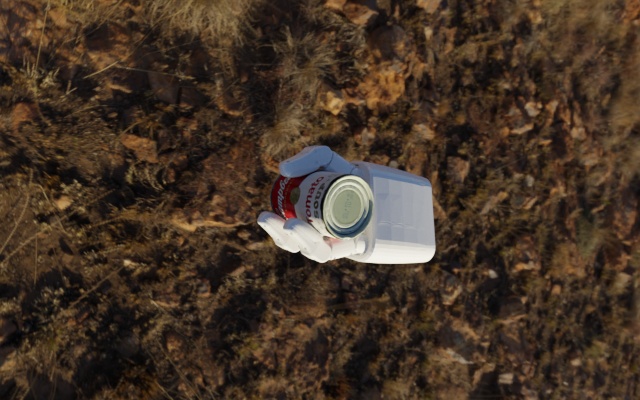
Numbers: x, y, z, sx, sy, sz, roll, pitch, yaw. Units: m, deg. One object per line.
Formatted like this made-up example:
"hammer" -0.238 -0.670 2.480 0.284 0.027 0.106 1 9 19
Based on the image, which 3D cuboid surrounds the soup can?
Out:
"soup can" 0.000 0.002 0.510 0.068 0.068 0.102 0 6 -35
